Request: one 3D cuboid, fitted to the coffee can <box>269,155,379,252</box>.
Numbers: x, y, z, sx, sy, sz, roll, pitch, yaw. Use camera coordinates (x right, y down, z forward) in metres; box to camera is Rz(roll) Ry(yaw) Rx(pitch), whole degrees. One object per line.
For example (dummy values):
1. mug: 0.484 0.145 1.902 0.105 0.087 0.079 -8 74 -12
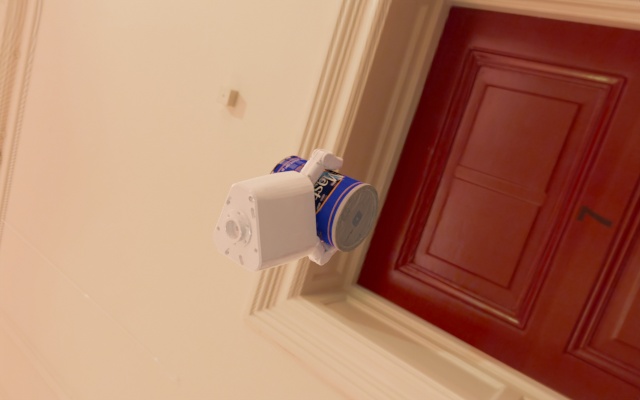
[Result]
1. coffee can: 0.000 0.002 0.710 0.140 0.103 0.103 24 14 33
